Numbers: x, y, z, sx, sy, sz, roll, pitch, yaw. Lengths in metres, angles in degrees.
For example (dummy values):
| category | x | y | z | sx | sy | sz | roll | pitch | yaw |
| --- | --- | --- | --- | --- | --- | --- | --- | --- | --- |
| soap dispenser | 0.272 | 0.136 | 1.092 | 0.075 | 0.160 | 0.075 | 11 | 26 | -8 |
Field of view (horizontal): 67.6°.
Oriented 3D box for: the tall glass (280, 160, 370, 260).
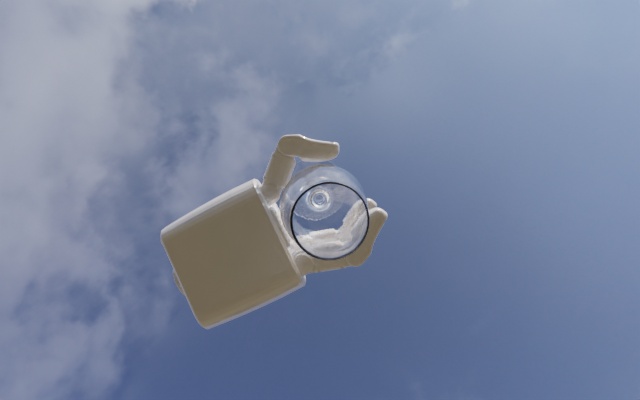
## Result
| category | x | y | z | sx | sy | sz | roll | pitch | yaw |
| --- | --- | --- | --- | --- | --- | --- | --- | --- | --- |
| tall glass | 0.000 | 0.001 | 0.463 | 0.079 | 0.079 | 0.201 | 0 | 8 | -4 |
